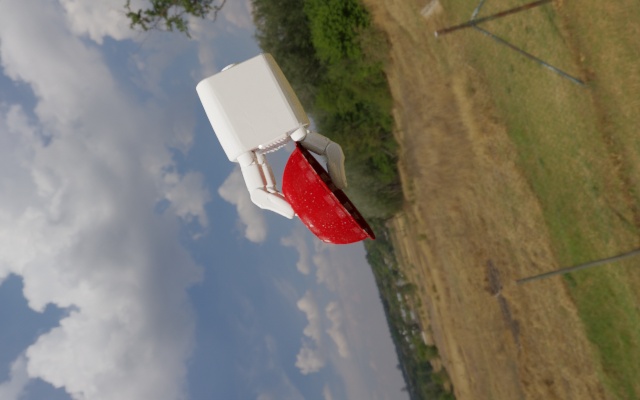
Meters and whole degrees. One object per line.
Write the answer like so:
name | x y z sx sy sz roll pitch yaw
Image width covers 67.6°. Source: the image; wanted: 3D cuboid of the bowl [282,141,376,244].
bowl | 0.001 0.003 0.613 0.055 0.162 0.162 -40 -5 6
